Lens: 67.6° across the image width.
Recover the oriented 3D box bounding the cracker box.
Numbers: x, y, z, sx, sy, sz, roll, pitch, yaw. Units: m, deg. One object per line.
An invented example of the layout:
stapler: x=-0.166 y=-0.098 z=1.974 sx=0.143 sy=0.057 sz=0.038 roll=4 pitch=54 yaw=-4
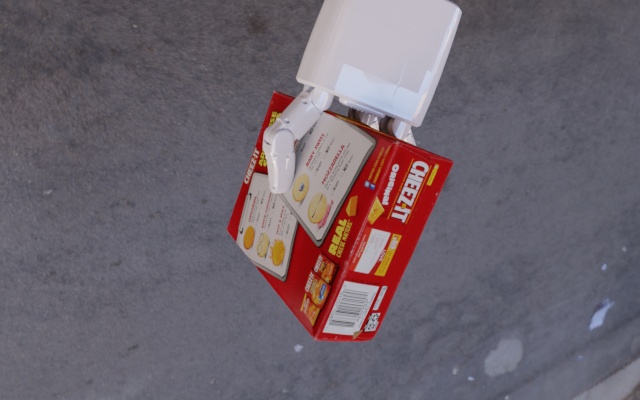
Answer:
cracker box: x=0.000 y=0.001 z=0.445 sx=0.072 sy=0.164 sz=0.213 roll=14 pitch=13 yaw=-34
